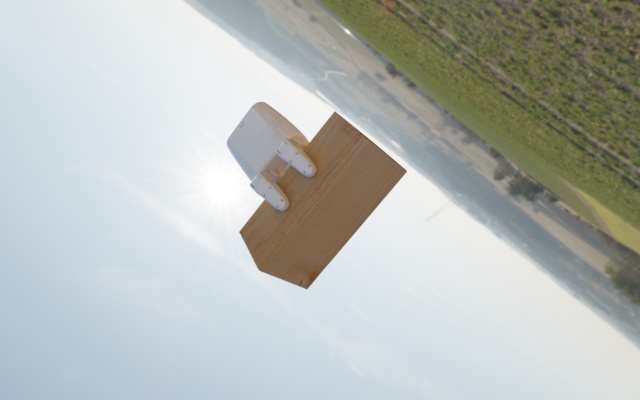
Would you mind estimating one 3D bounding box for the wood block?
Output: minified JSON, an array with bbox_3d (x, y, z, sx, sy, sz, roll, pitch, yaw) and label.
[{"bbox_3d":[0.000,0.002,0.623,0.091,0.206,0.090,30,14,-41],"label":"wood block"}]
